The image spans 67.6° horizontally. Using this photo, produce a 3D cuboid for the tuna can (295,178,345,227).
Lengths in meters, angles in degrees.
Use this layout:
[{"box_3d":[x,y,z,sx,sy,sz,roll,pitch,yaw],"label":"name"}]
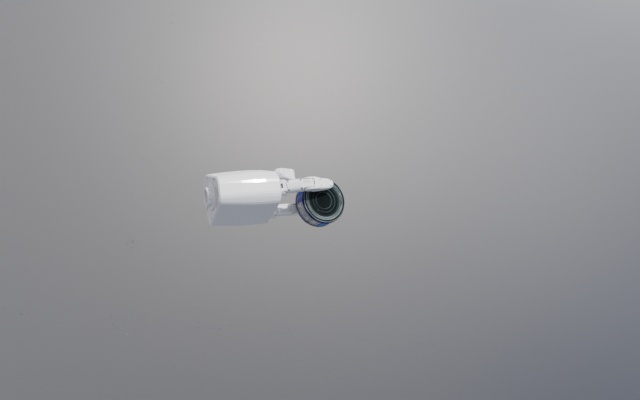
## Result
[{"box_3d":[0.000,0.003,0.861,0.086,0.086,0.034,0,-15,-28],"label":"tuna can"}]
